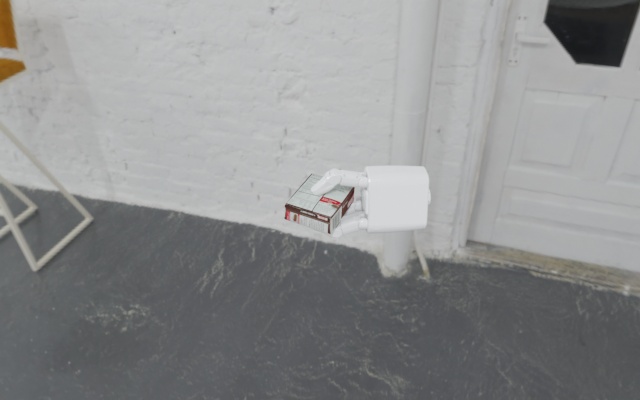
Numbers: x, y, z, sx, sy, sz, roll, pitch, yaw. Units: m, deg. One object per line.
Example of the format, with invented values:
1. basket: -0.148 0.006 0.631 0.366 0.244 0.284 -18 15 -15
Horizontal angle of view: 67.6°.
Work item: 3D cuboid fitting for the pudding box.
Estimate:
1. pudding box: 0.000 0.003 0.848 0.090 0.039 0.113 16 37 19
